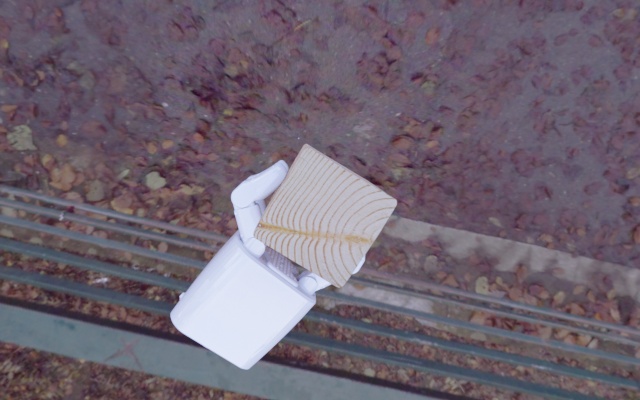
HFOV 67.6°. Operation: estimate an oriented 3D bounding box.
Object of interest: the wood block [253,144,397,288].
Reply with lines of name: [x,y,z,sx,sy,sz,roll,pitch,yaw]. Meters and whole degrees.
wood block: [0.000,0.002,0.492,0.091,0.090,0.206,32,5,-6]
